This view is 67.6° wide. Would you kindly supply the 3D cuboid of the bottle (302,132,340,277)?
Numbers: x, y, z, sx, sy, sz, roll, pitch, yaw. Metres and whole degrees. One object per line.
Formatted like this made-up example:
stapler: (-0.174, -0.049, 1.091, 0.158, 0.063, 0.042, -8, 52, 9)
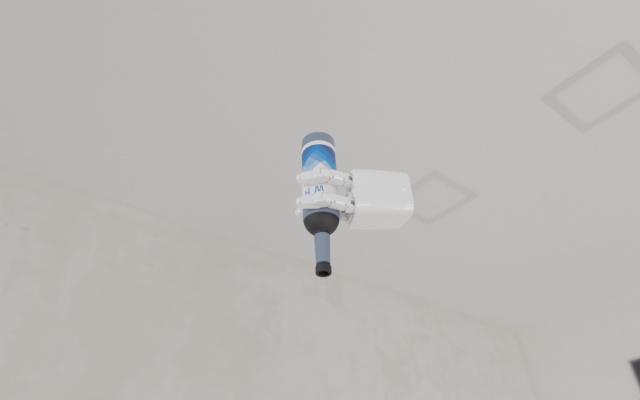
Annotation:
bottle: (0.000, 0.003, 0.877, 0.069, 0.295, 0.069, -2, -36, -1)
